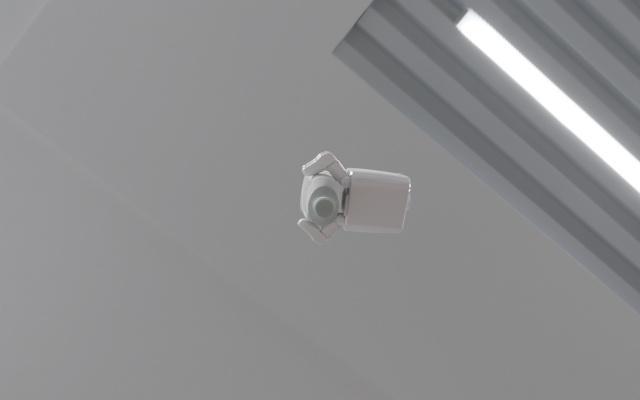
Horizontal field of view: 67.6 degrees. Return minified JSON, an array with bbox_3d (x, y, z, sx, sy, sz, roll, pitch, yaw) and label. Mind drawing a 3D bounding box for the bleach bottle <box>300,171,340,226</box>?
[{"bbox_3d":[0.000,0.003,0.840,0.068,0.102,0.251,5,8,-3],"label":"bleach bottle"}]
